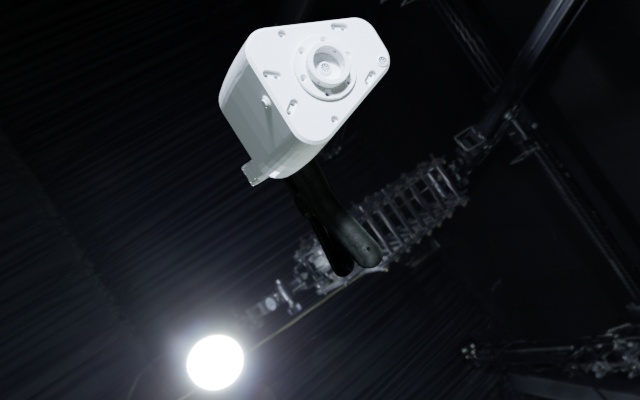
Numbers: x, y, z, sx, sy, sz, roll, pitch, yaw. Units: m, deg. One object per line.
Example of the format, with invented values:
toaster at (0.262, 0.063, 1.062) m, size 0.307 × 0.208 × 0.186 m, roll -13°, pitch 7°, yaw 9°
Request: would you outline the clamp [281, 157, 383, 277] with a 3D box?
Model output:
clamp at (0.000, 0.001, 0.462) m, size 0.039 × 0.171 × 0.120 m, roll -34°, pitch 4°, yaw -21°
